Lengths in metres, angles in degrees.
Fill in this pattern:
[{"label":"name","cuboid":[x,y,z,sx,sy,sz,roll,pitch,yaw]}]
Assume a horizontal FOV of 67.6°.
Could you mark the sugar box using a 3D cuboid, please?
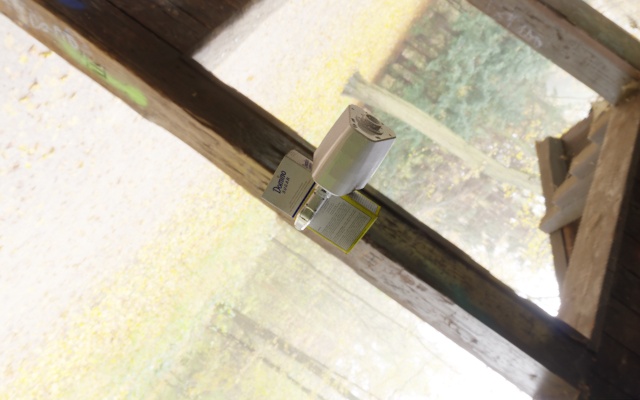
[{"label":"sugar box","cuboid":[0.000,0.002,0.787,0.176,0.093,0.048,35,28,1]}]
